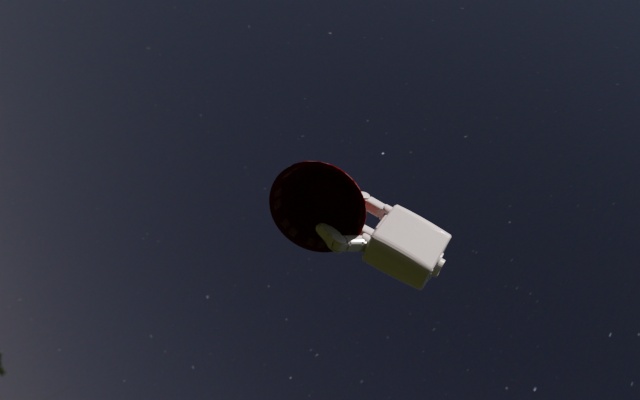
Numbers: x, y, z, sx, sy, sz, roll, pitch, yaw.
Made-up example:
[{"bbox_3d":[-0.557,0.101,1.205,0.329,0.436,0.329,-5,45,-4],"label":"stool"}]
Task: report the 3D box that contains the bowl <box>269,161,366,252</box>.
[{"bbox_3d":[-0.001,0.002,0.783,0.162,0.162,0.055,0,25,16],"label":"bowl"}]
